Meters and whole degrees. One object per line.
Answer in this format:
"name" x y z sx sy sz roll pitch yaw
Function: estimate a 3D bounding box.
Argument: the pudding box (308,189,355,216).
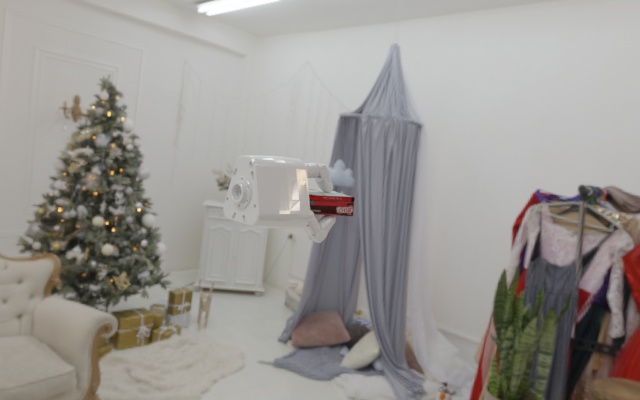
"pudding box" 0.000 0.003 0.858 0.090 0.039 0.113 4 7 -18
